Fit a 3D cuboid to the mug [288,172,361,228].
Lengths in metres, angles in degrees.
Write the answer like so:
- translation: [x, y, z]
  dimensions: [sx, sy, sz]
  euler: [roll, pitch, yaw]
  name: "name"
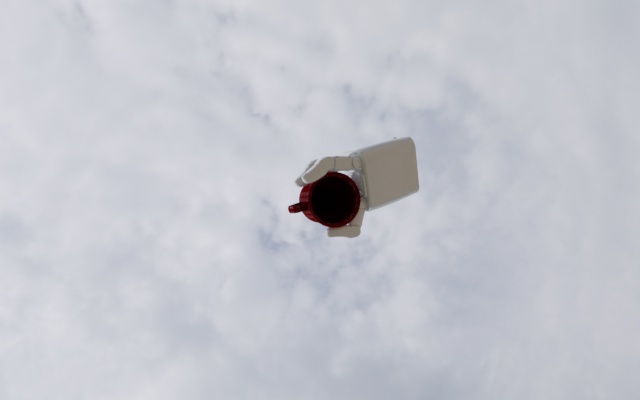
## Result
- translation: [-0.001, 0.003, 0.820]
  dimensions: [0.117, 0.093, 0.081]
  euler: [-17, 5, -18]
  name: "mug"
